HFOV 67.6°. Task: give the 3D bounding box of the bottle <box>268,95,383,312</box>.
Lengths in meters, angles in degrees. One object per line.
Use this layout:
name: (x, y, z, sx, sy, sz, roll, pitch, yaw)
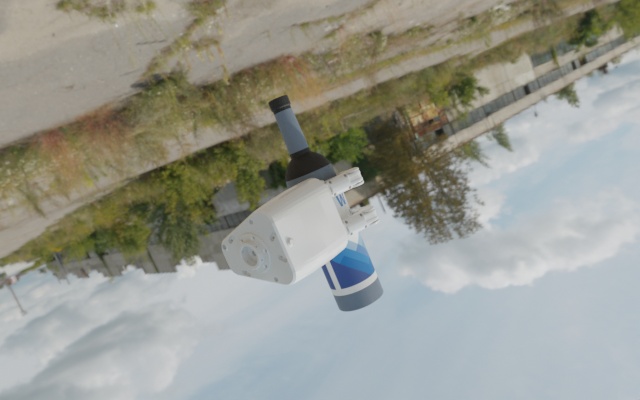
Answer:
bottle: (0.000, 0.002, 0.641, 0.069, 0.296, 0.069, -22, 7, 3)
